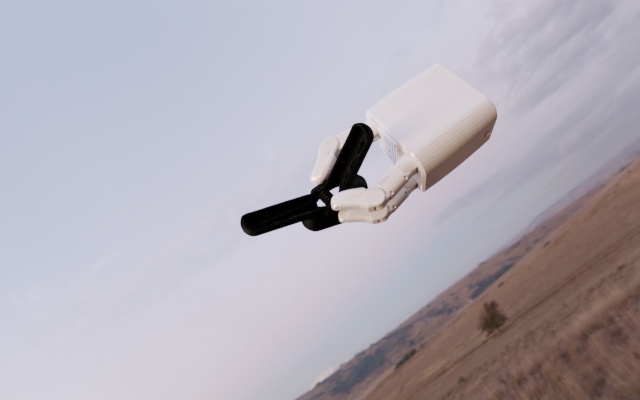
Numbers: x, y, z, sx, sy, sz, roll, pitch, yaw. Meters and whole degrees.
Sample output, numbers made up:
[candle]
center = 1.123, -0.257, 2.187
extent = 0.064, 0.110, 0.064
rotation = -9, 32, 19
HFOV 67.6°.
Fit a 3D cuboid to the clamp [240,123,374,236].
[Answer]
[clamp]
center = 0.000, 0.001, 0.561
extent = 0.164, 0.036, 0.210
rotation = -36, -19, -1
